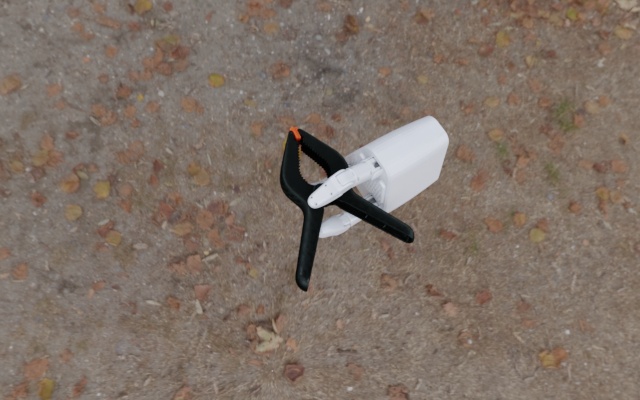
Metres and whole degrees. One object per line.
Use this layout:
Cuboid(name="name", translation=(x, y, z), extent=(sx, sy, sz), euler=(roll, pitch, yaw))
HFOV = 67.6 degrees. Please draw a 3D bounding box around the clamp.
Cuboid(name="clamp", translation=(0.000, 0.001, 0.607), extent=(0.164, 0.210, 0.036), euler=(-29, -14, -21))
